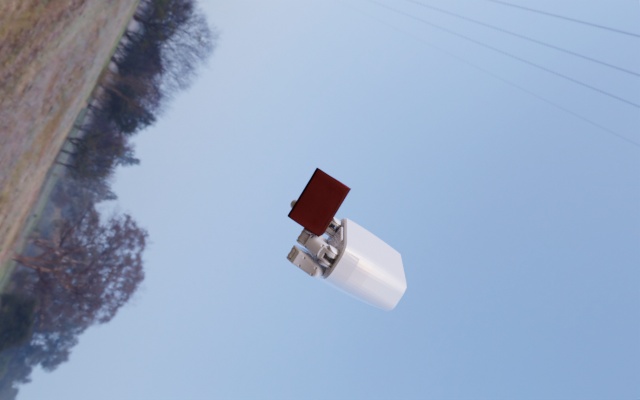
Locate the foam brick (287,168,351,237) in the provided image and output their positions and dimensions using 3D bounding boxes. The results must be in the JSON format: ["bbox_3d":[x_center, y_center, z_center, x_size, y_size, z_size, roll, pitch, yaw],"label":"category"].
[{"bbox_3d":[0.000,0.002,0.653,0.051,0.078,0.053,32,5,7],"label":"foam brick"}]
